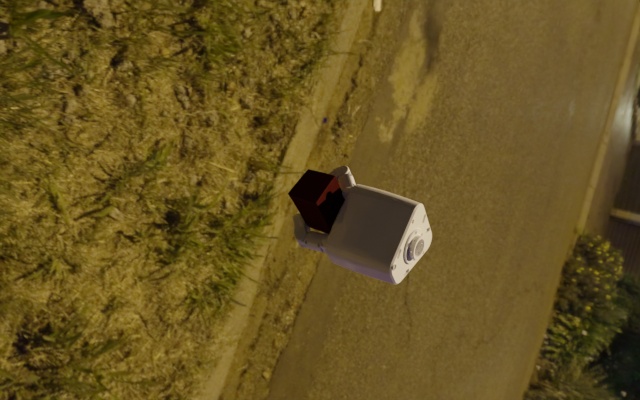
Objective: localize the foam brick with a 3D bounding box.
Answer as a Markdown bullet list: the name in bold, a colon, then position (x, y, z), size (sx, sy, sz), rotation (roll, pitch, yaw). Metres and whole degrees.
- **foam brick**: position (0.000, 0.002, 0.689), size (0.051, 0.053, 0.078), rotation (17, -30, 36)
